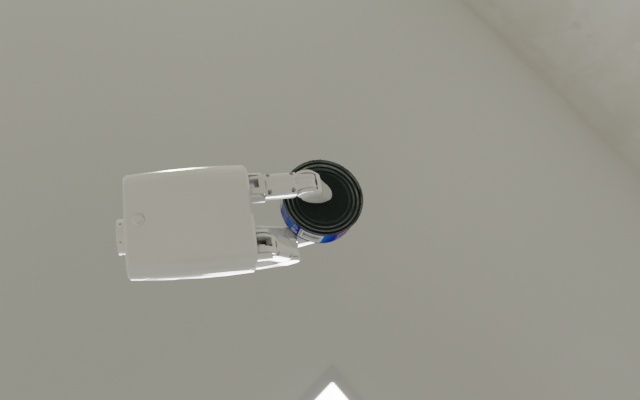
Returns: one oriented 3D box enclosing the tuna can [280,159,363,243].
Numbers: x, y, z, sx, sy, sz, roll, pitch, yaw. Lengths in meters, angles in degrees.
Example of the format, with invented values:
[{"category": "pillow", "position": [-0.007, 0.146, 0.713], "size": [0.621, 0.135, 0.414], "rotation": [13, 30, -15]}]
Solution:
[{"category": "tuna can", "position": [0.000, 0.002, 0.512], "size": [0.086, 0.086, 0.034], "rotation": [0, -22, -13]}]
